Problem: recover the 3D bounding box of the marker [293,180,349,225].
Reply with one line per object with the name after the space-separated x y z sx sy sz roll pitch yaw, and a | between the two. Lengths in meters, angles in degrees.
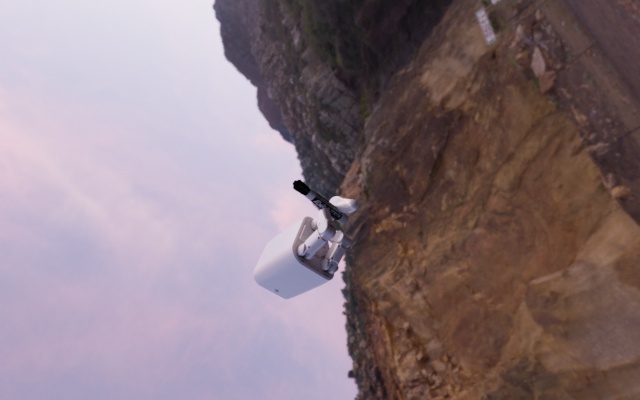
0.000 0.003 0.787 0.121 0.020 0.020 37 -21 -31 | marker
